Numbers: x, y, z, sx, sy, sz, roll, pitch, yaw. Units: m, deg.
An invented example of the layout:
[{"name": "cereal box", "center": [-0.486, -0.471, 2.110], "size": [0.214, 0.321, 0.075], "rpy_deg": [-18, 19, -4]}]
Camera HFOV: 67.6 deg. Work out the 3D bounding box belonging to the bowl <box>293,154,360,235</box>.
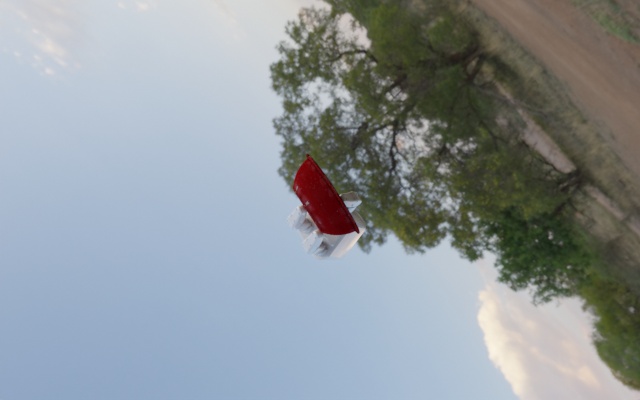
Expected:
[{"name": "bowl", "center": [-0.001, 0.002, 0.807], "size": [0.055, 0.162, 0.162], "rpy_deg": [-33, 2, -3]}]
